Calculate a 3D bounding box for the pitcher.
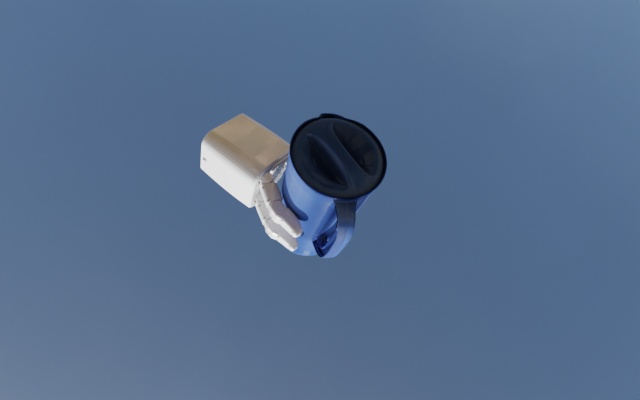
[{"bbox_3d":[0.000,0.002,0.721,0.145,0.149,0.243,37,-31,7],"label":"pitcher"}]
